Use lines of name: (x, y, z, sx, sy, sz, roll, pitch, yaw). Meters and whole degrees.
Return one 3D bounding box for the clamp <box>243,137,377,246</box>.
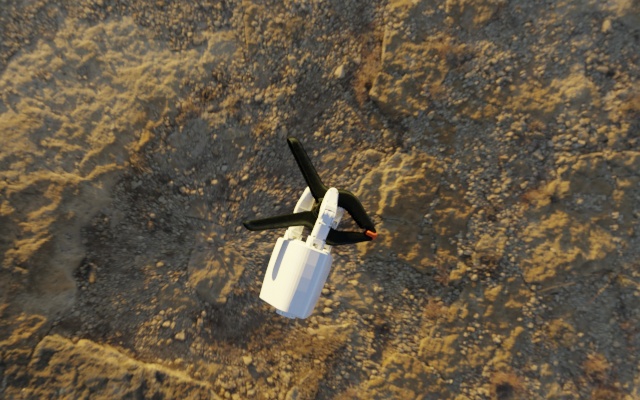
clamp: (0.001, 0.003, 0.772, 0.210, 0.164, 0.036, 21, -6, -9)
